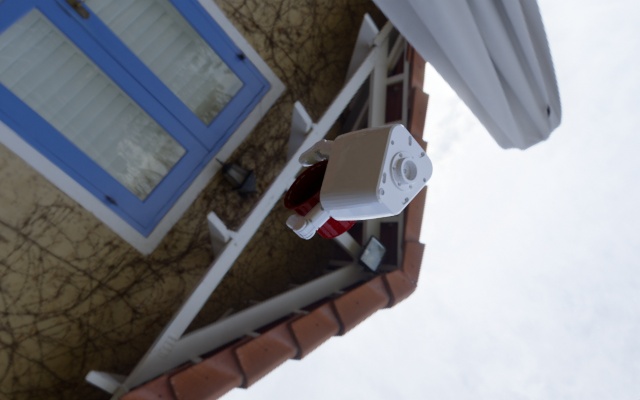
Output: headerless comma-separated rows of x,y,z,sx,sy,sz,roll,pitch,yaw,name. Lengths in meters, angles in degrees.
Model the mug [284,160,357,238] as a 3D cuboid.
-0.001,0.003,0.713,0.081,0.093,0.117,45,-28,-26,mug
